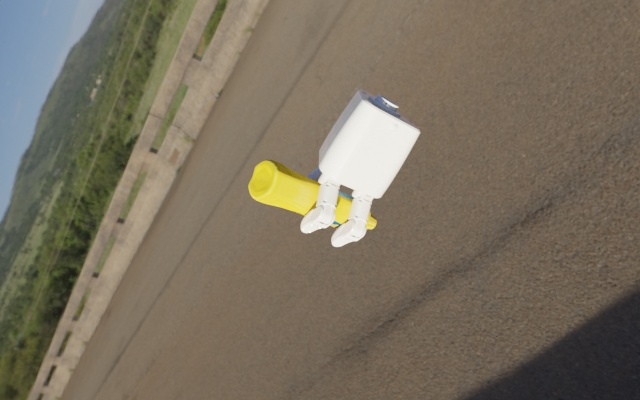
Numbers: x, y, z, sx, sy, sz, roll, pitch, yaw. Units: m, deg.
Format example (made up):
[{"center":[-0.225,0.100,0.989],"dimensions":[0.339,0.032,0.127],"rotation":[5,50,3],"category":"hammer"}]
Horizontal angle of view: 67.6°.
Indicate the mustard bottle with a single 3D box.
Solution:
[{"center":[0.000,0.002,0.673],"dimensions":[0.192,0.058,0.096],"rotation":[21,-3,-27],"category":"mustard bottle"}]
